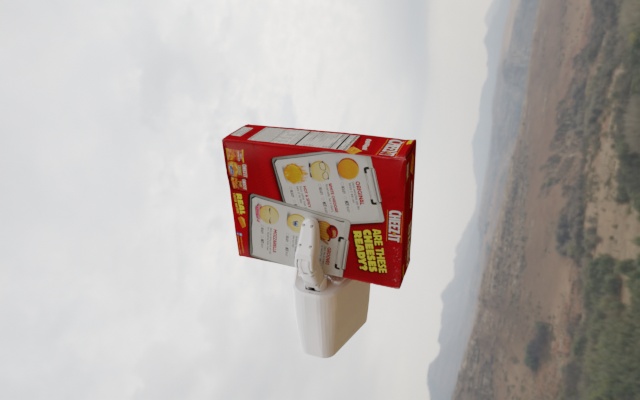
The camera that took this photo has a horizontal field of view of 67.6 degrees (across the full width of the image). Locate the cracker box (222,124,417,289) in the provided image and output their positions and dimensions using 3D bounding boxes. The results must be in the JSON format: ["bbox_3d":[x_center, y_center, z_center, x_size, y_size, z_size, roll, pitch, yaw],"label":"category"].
[{"bbox_3d":[0.000,0.002,0.567,0.213,0.164,0.072,8,30,19],"label":"cracker box"}]
